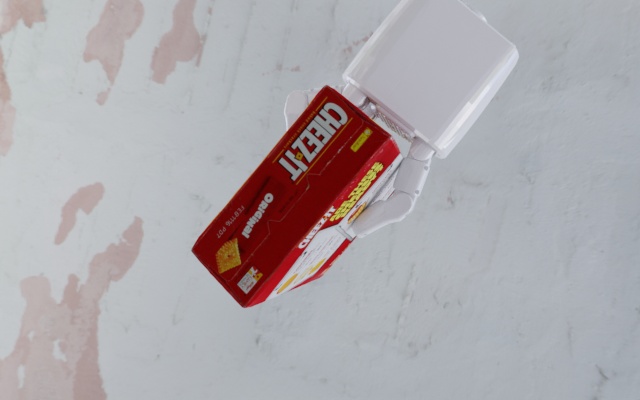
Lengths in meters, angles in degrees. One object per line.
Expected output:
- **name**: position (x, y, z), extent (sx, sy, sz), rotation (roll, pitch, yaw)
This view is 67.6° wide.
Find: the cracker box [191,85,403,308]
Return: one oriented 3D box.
- **cracker box**: position (0.000, 0.002, 0.441), extent (0.072, 0.164, 0.214), rotation (42, 7, 13)
